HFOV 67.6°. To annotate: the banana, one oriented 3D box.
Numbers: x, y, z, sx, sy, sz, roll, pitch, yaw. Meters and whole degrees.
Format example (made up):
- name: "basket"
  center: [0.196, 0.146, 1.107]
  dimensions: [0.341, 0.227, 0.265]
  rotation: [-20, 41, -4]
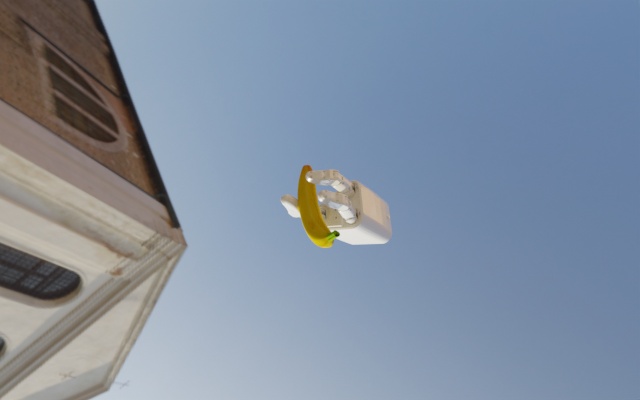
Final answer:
- name: "banana"
  center: [-0.009, 0.019, 0.833]
  dimensions: [0.037, 0.070, 0.197]
  rotation: [18, 30, -33]
